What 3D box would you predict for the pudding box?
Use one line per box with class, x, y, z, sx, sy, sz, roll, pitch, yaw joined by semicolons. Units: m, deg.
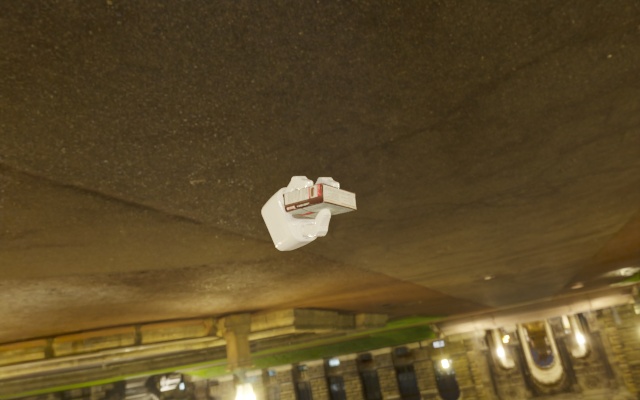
pudding box;0.000;0.003;0.878;0.090;0.039;0.113;-16;-15;32
